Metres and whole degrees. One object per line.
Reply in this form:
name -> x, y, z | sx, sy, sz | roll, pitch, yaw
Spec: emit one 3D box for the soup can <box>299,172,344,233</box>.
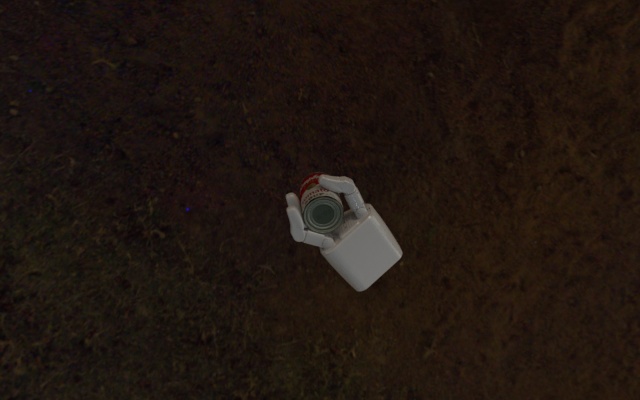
soup can -> 0.000, 0.002, 0.799 | 0.068, 0.068, 0.102 | 0, 26, -6
